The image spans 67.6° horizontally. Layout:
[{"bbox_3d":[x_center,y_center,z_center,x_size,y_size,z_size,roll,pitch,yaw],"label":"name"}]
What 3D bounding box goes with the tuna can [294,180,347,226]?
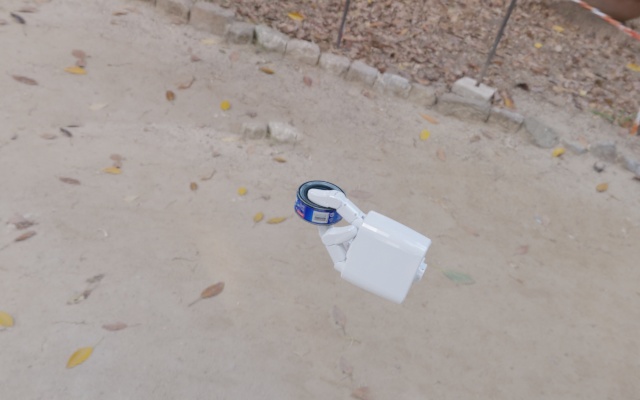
[{"bbox_3d":[0.000,0.002,0.797,0.086,0.034,0.086,7,36,-5],"label":"tuna can"}]
